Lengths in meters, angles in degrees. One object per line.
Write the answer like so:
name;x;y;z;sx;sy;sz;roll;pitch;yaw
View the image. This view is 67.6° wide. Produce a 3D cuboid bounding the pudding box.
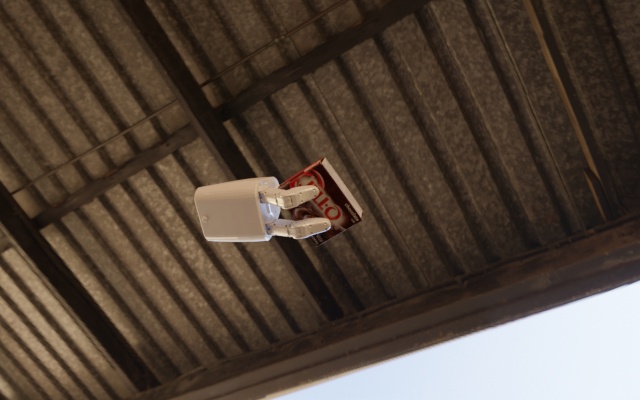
pudding box;0.000;0.002;0.740;0.090;0.113;0.039;-32;15;23
